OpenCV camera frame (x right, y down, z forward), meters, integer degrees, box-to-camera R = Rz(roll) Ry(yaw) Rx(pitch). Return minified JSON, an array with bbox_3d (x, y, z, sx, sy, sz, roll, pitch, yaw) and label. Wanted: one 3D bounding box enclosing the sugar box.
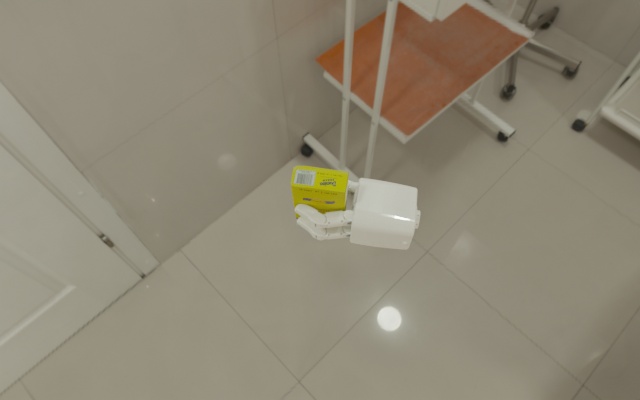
[{"bbox_3d":[0.000,0.003,0.852,0.093,0.048,0.176,8,-28,6],"label":"sugar box"}]
